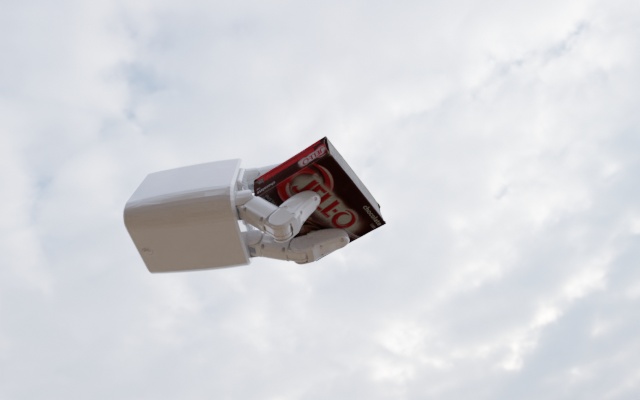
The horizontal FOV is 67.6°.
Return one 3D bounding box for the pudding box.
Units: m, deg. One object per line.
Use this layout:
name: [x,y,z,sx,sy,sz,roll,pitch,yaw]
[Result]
pudding box: [0.000,0.002,0.487,0.090,0.039,0.113,-30,-51,18]
